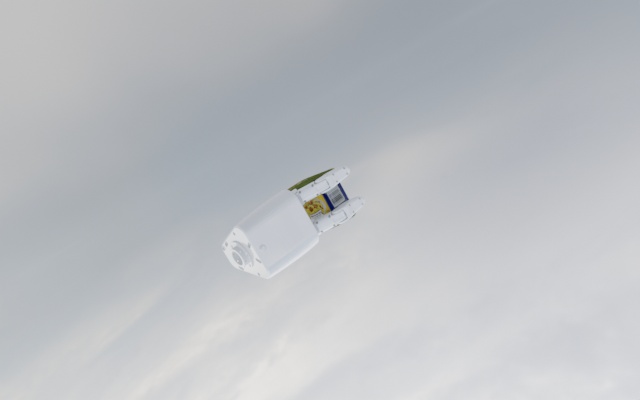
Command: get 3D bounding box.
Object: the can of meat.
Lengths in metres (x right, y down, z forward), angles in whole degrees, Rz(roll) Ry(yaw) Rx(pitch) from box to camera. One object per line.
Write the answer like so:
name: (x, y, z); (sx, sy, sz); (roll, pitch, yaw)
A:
can of meat: (0.000, 0.003, 0.795); (0.057, 0.084, 0.102); (-37, 12, -39)
